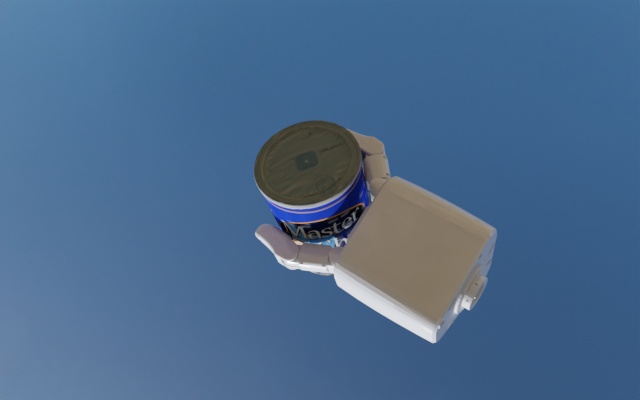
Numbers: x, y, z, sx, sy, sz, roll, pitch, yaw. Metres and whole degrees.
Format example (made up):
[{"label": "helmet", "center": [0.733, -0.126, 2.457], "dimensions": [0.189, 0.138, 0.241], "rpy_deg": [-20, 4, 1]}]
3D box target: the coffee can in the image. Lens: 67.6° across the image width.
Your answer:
[{"label": "coffee can", "center": [0.000, 0.002, 0.500], "dimensions": [0.103, 0.102, 0.140], "rpy_deg": [0, -34, 13]}]
